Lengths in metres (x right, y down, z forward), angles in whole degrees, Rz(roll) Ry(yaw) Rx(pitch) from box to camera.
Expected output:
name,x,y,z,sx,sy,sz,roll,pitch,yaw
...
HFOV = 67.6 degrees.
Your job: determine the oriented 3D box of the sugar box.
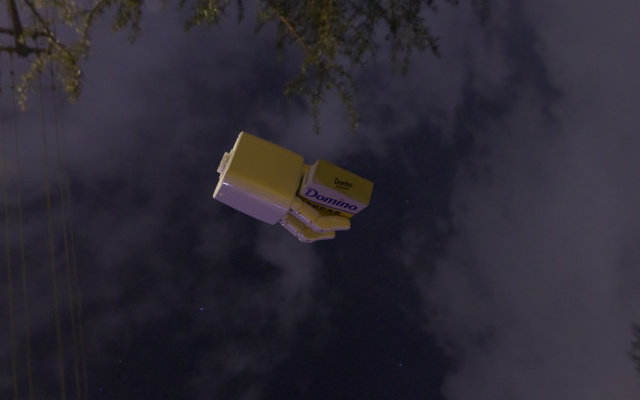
name,x,y,z,sx,sy,sz,roll,pitch,yaw
sugar box,0.000,0.003,0.752,0.093,0.048,0.176,23,-25,-14
